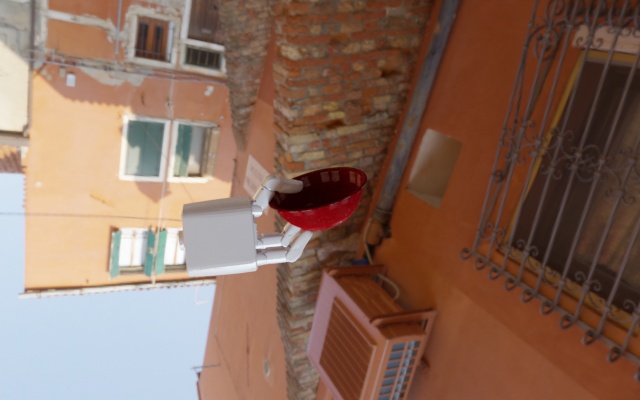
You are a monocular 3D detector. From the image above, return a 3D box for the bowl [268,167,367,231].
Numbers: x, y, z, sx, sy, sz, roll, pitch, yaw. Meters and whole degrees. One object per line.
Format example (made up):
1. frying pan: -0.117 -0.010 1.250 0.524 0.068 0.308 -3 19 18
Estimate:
1. bowl: 0.002 0.003 0.762 0.162 0.055 0.162 -13 23 6
